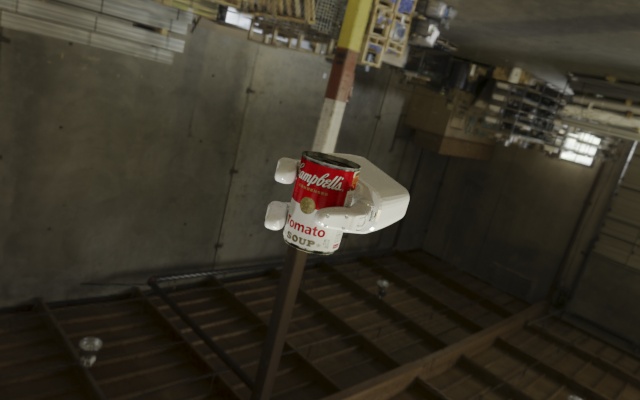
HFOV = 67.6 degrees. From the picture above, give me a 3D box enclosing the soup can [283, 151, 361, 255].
[{"bbox_3d":[0.000,0.002,0.542,0.068,0.102,0.068,14,14,-4],"label":"soup can"}]
